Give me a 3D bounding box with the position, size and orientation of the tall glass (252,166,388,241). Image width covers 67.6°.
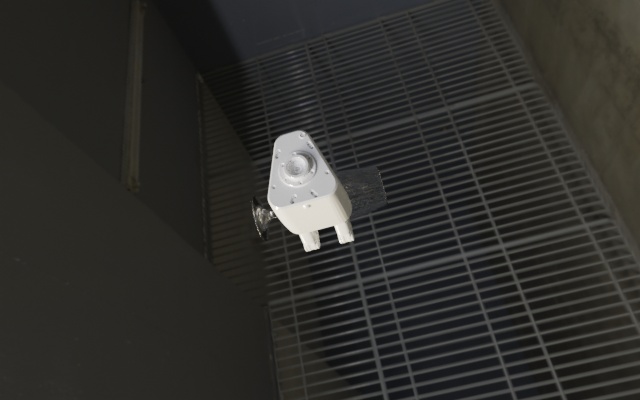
[{"bbox_3d":[-0.001,0.003,0.742,0.201,0.079,0.079,-15,-2,6],"label":"tall glass"}]
